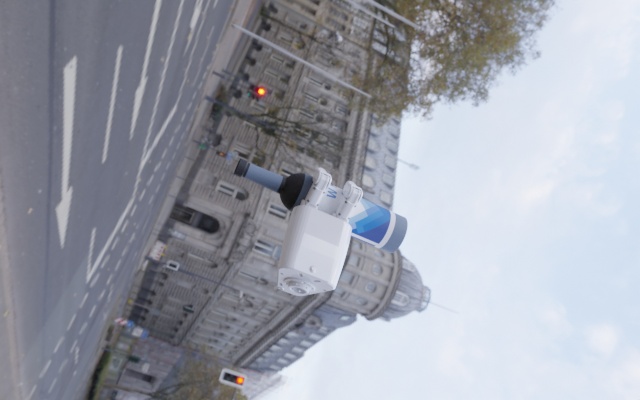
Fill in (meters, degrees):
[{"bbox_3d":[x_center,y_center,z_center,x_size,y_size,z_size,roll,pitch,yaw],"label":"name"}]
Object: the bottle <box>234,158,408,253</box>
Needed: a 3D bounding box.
[{"bbox_3d":[0.000,0.003,0.785,0.296,0.069,0.069,23,-6,-13],"label":"bottle"}]
